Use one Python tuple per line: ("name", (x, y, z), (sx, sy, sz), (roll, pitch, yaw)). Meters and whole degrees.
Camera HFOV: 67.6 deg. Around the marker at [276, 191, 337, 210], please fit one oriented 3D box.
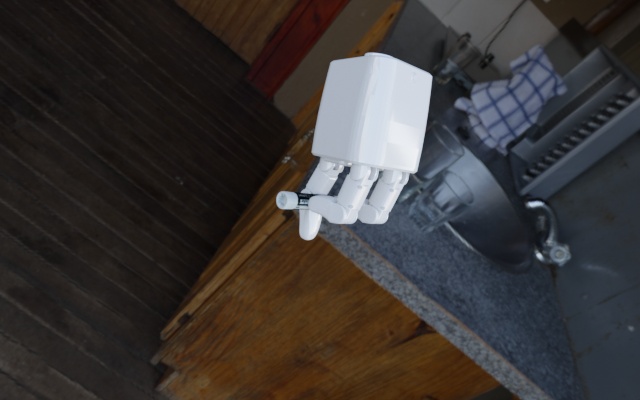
("marker", (0.000, 0.002, 0.548), (0.020, 0.020, 0.121), (0, -2, 43))
